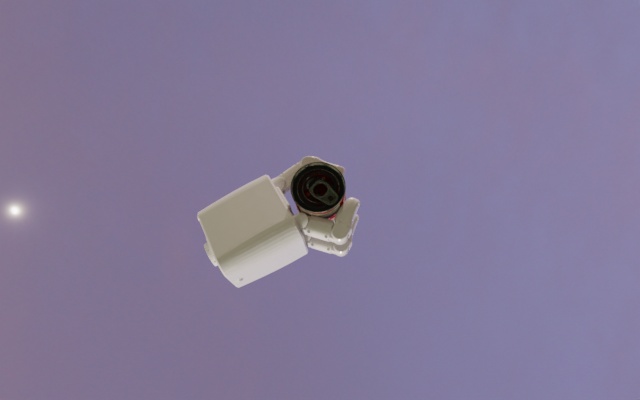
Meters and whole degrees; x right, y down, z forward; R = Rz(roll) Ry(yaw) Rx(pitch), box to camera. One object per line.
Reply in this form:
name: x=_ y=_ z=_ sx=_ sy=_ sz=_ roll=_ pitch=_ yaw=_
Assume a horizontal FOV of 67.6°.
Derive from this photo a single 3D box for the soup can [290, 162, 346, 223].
soup can: x=0.000 y=0.002 z=0.627 sx=0.068 sy=0.068 sz=0.102 roll=0 pitch=-22 yaw=4
